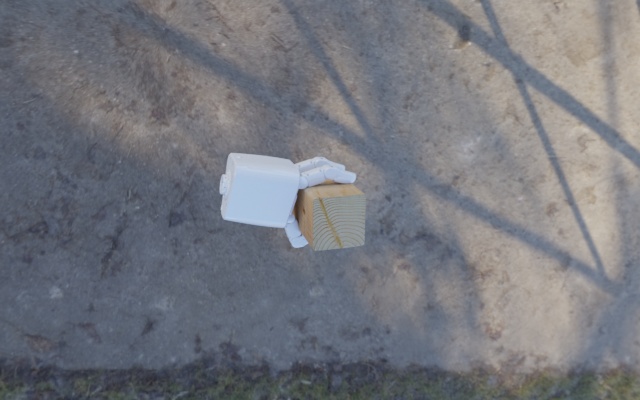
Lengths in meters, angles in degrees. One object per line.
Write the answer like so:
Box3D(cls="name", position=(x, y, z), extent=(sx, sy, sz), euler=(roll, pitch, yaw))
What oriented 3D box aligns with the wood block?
Box3D(cls="wood block", position=(0.000, 0.003, 0.843), extent=(0.090, 0.091, 0.206), euler=(-5, 20, -16))
